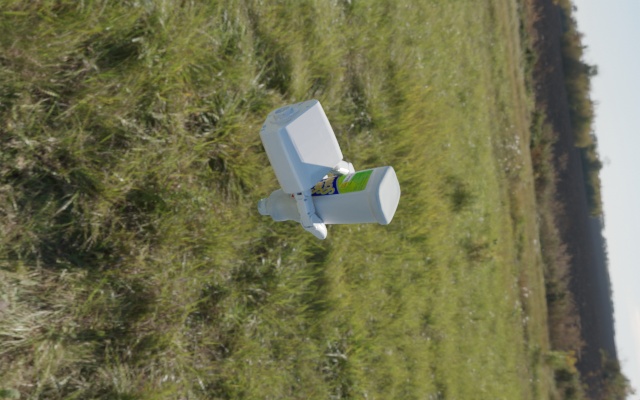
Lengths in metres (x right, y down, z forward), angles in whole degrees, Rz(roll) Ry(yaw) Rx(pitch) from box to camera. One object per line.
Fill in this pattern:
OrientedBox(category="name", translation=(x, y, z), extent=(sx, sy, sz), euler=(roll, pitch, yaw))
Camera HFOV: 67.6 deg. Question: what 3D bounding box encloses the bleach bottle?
OrientedBox(category="bleach bottle", translation=(0.000, 0.003, 0.800), extent=(0.251, 0.068, 0.102), euler=(-7, 30, 29))
